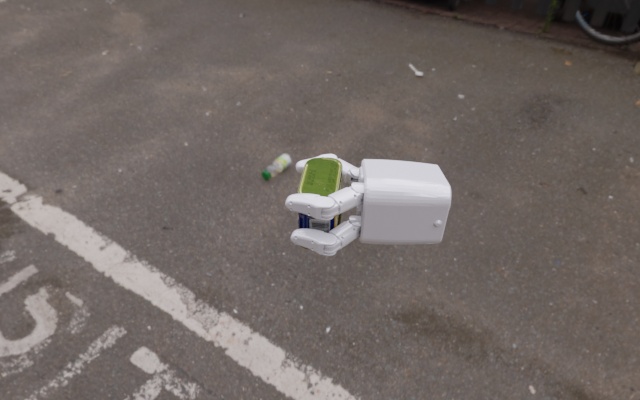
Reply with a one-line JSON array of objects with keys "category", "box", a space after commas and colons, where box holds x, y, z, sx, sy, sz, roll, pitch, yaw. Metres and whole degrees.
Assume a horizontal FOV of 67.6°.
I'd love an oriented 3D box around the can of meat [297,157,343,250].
[{"category": "can of meat", "box": [0.000, 0.002, 0.644, 0.057, 0.084, 0.102, 5, 39, 4]}]
